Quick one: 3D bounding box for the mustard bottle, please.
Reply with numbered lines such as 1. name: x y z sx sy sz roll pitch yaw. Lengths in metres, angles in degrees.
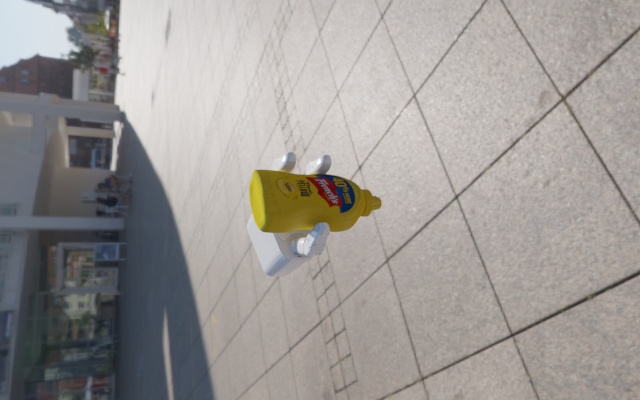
1. mustard bottle: 0.000 0.002 0.678 0.191 0.058 0.096 2 42 -24
